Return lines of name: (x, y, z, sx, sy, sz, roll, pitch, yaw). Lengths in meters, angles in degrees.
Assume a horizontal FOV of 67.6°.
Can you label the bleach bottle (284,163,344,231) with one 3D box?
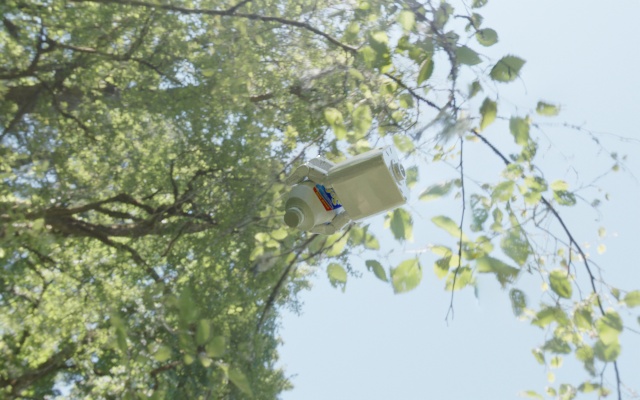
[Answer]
bleach bottle: (0.000, 0.003, 0.890, 0.068, 0.102, 0.250, -19, 9, 26)
